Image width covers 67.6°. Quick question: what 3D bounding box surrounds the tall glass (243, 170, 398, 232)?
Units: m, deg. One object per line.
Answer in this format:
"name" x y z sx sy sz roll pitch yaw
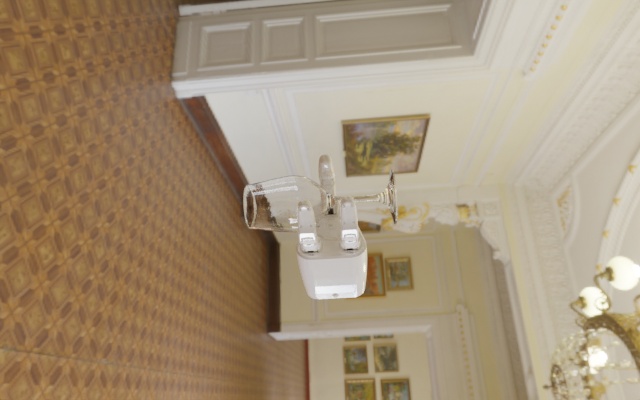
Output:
"tall glass" 0.001 0.002 0.650 0.201 0.079 0.079 -4 0 3
